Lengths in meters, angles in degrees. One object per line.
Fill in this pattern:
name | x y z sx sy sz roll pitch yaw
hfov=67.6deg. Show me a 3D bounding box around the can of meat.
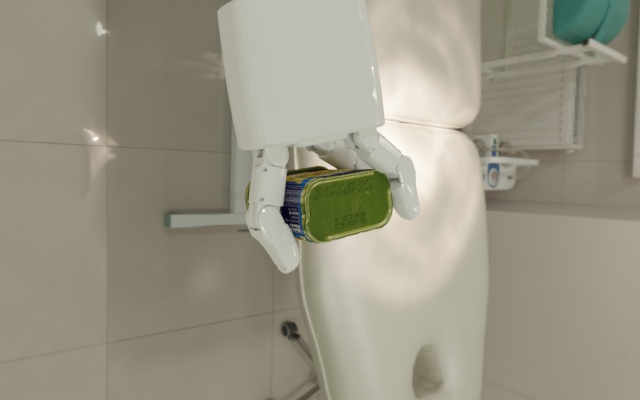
can of meat | 0.000 0.001 0.417 0.102 0.057 0.084 -12 10 -38
